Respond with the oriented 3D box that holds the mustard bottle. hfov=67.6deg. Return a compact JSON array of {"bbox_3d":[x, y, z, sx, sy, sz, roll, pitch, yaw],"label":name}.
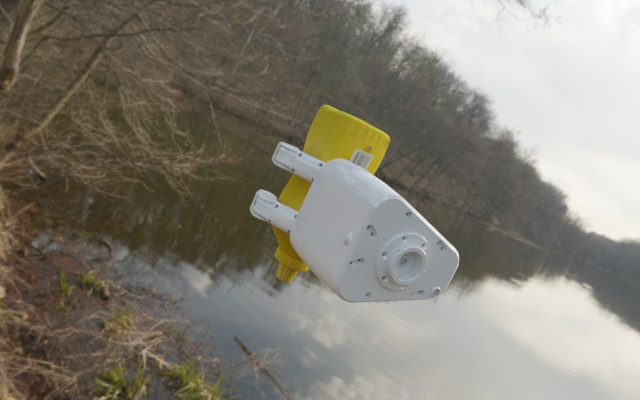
[{"bbox_3d":[0.000,0.001,0.514,0.058,0.191,0.096,32,10,38],"label":"mustard bottle"}]
